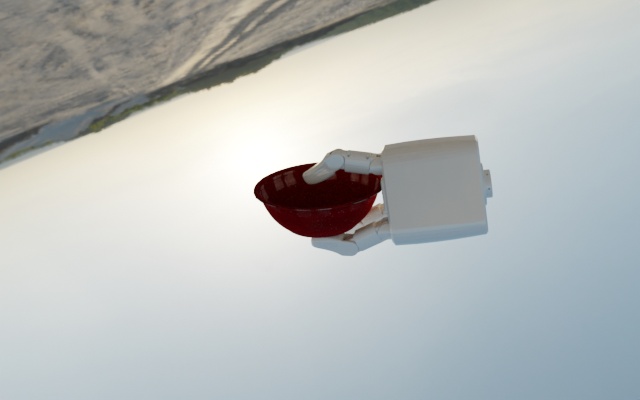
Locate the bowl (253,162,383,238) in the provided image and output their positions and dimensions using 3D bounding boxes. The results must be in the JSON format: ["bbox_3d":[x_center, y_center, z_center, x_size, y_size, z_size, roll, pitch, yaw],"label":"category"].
[{"bbox_3d":[-0.001,0.002,0.594,0.162,0.055,0.162,-4,23,2],"label":"bowl"}]
